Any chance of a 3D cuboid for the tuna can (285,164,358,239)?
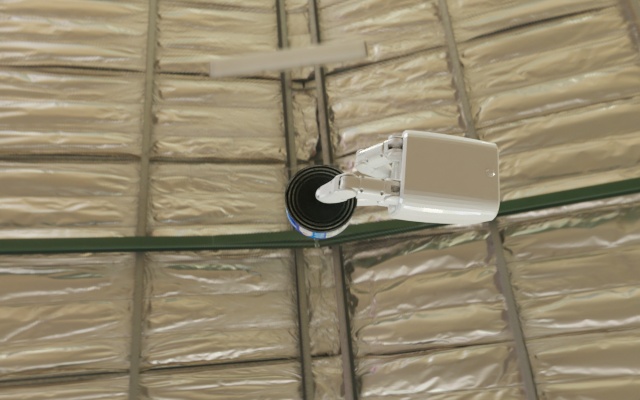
[{"bbox_3d":[0.000,0.002,0.574,0.086,0.086,0.034,0,-20,-3],"label":"tuna can"}]
